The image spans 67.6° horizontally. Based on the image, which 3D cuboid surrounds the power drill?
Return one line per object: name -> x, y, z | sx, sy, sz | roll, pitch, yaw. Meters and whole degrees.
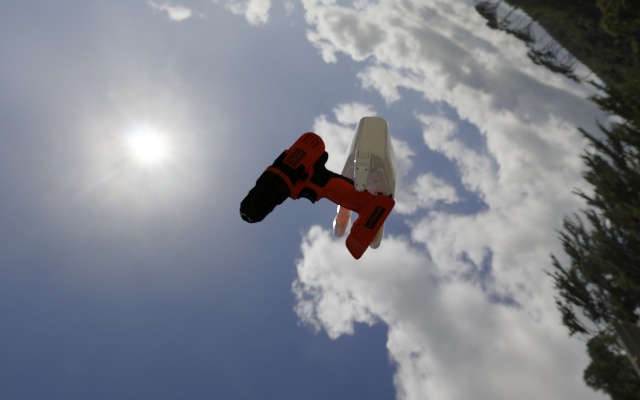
power drill -> 0.001, 0.002, 0.696 | 0.187, 0.184, 0.057 | 35, -30, 6
